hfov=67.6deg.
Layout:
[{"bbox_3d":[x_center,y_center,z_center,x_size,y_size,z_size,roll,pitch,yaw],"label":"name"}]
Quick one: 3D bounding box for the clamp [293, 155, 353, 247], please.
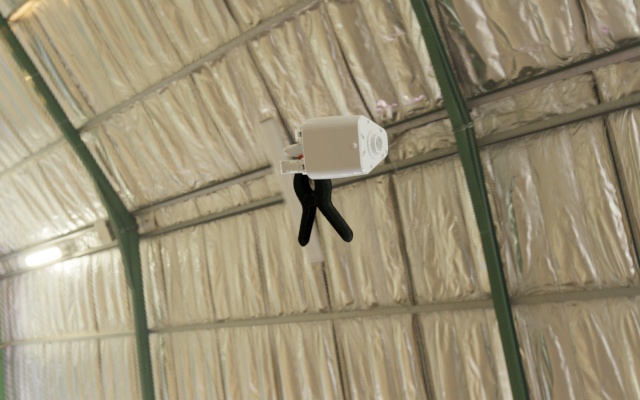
[{"bbox_3d":[0.000,0.002,0.846,0.120,0.171,0.039,-1,14,32],"label":"clamp"}]
